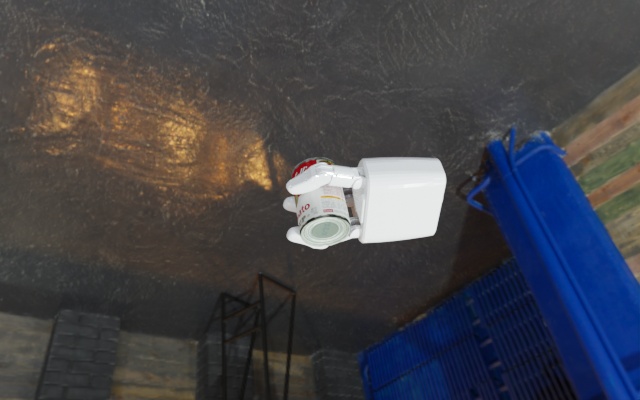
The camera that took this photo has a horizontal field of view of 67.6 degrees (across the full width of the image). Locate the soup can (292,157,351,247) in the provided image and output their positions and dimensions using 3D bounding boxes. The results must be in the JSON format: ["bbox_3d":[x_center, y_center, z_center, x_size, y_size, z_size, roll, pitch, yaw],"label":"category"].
[{"bbox_3d":[0.000,0.002,0.637,0.068,0.102,0.069,-6,-39,-5],"label":"soup can"}]
